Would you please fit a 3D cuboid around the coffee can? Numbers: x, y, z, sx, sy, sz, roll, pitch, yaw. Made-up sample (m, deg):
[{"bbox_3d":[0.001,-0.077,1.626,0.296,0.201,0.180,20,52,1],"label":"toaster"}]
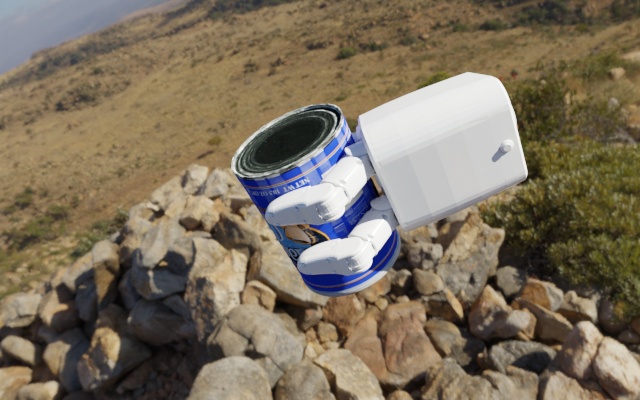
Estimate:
[{"bbox_3d":[0.000,0.002,0.426,0.103,0.140,0.102,-21,32,14],"label":"coffee can"}]
